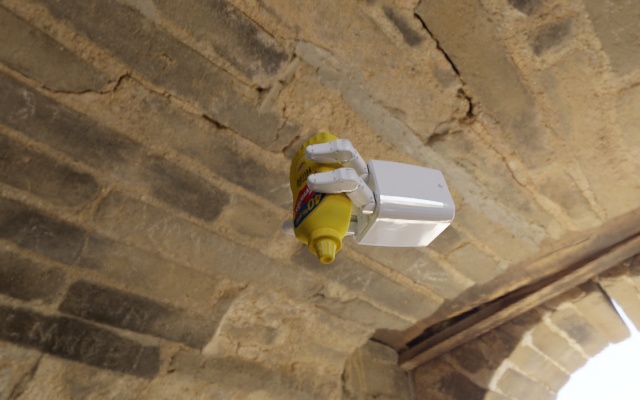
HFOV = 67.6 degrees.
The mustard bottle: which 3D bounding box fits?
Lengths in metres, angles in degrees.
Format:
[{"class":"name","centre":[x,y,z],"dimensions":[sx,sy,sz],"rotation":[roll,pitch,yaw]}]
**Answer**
[{"class":"mustard bottle","centre":[0.000,0.002,0.622],"dimensions":[0.058,0.191,0.096],"rotation":[25,-53,-28]}]
